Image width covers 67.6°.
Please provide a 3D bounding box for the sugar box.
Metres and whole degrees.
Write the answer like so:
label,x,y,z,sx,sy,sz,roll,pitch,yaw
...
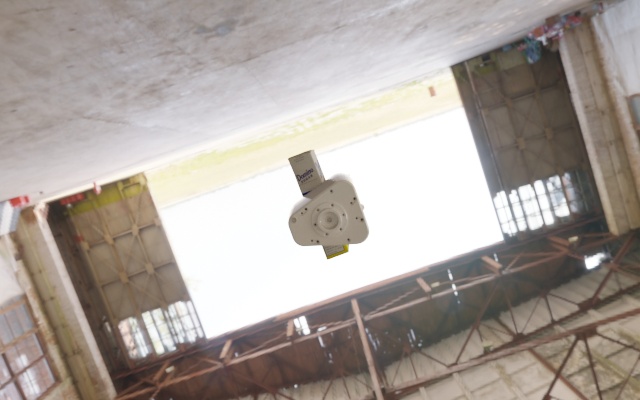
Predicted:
label,x,y,z,sx,sy,sz,roll,pitch,yaw
sugar box,0.001,0.003,0.799,0.048,0.176,0.093,-18,6,6
